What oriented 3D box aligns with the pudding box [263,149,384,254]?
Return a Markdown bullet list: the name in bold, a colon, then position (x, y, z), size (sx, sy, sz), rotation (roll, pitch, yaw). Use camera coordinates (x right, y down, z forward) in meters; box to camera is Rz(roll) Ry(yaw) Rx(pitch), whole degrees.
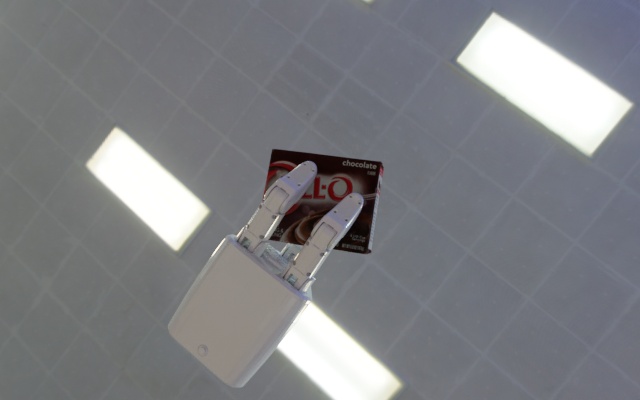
- **pudding box**: position (0.000, 0.002, 0.470), size (0.113, 0.090, 0.039), rotation (8, -7, 11)
